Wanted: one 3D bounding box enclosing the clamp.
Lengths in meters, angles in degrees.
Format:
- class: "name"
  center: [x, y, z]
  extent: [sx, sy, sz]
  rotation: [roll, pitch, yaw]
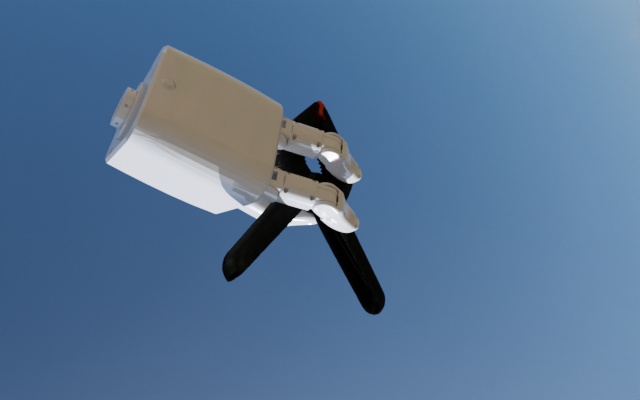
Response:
- class: "clamp"
  center: [-0.001, 0.001, 0.449]
  extent: [0.164, 0.209, 0.036]
  rotation: [28, -38, -30]
